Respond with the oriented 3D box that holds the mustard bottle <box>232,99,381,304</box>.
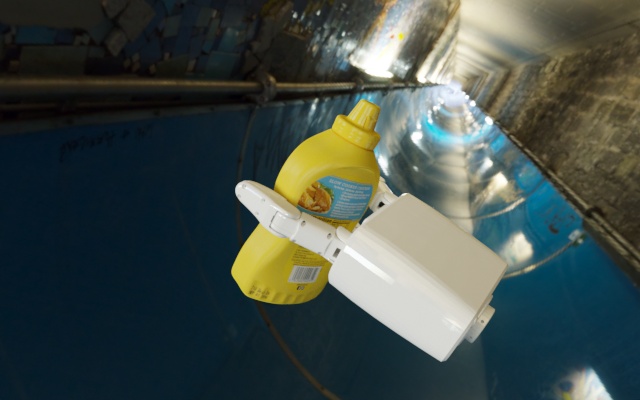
[{"bbox_3d":[0.000,0.001,0.420,0.096,0.192,0.058,10,26,-42],"label":"mustard bottle"}]
